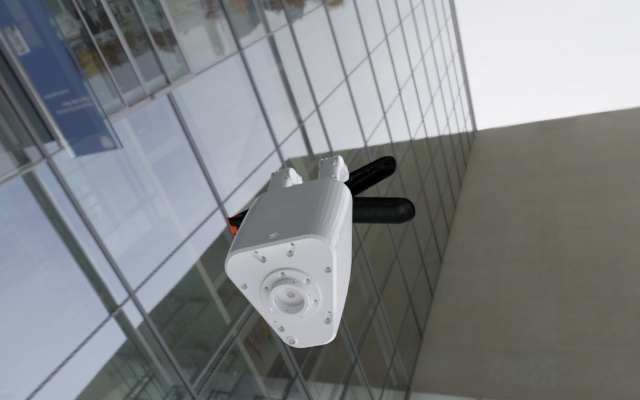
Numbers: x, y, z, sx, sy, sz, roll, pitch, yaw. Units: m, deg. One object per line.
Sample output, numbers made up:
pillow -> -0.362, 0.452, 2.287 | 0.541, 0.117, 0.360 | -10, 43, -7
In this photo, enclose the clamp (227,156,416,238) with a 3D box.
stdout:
clamp -> 0.000, 0.003, 0.540 | 0.210, 0.036, 0.164 | -13, 19, 14
